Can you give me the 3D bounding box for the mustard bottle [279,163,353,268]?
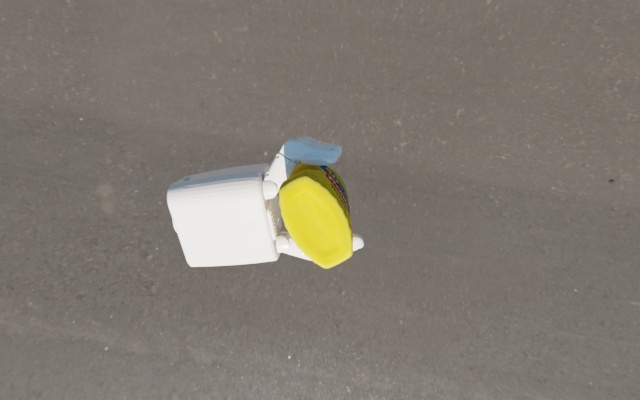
[{"bbox_3d":[0.000,0.002,0.543,0.058,0.096,0.191,-30,9,9],"label":"mustard bottle"}]
